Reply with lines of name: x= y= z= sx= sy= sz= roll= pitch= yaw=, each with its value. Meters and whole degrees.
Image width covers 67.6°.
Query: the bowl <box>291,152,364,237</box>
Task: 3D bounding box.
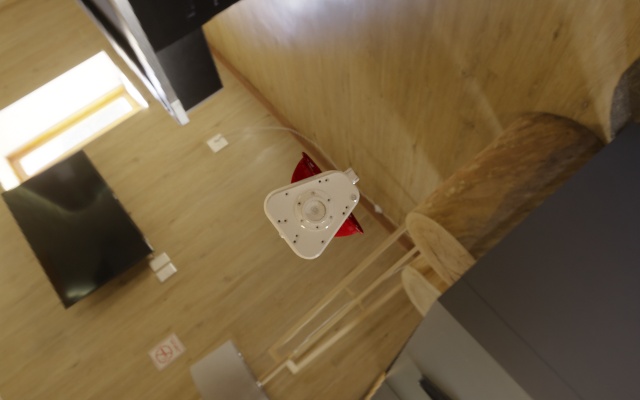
bowl: x=0.000 y=0.003 z=0.761 sx=0.055 sy=0.162 sz=0.162 roll=-37 pitch=-5 yaw=6
